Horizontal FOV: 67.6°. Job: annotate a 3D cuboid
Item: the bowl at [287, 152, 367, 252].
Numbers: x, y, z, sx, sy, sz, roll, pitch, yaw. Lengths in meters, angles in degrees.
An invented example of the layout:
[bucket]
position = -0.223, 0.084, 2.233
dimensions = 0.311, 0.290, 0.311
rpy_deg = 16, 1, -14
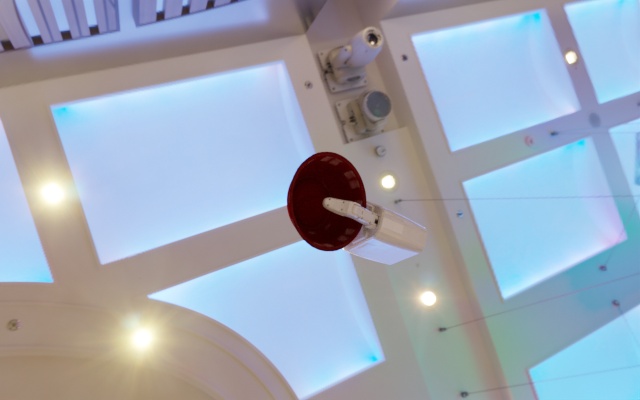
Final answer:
[bowl]
position = -0.001, 0.002, 0.789
dimensions = 0.162, 0.162, 0.055
rpy_deg = 0, -2, -39
